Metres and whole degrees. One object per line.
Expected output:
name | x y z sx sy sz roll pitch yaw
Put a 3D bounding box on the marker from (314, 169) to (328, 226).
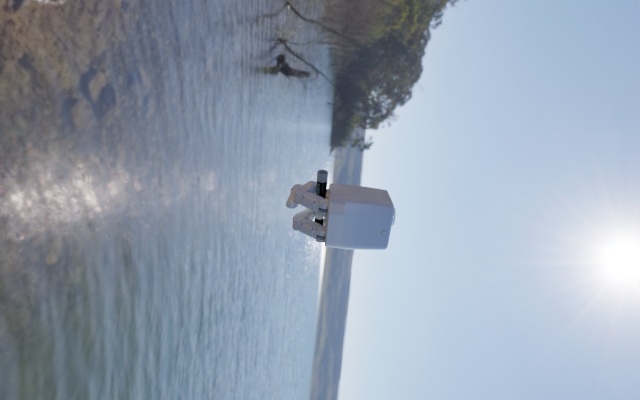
marker | 0.000 0.003 0.827 0.020 0.121 0.020 3 34 -2
